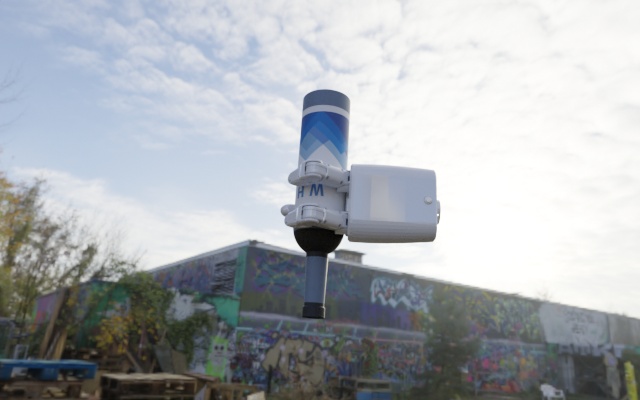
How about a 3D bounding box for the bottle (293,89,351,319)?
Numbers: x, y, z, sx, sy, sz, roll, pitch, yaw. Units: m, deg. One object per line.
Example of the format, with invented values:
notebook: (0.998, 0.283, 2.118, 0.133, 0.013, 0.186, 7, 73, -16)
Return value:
bottle: (0.000, 0.002, 0.621, 0.069, 0.295, 0.069, 3, -17, 1)
